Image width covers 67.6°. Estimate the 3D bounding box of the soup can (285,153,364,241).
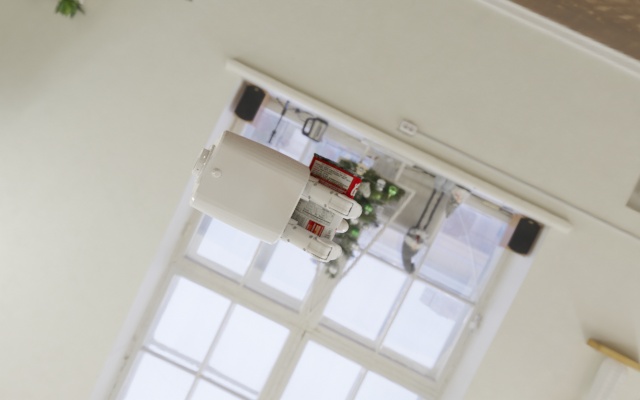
[{"bbox_3d":[0.000,0.002,0.585,0.068,0.102,0.068,26,2,-1],"label":"soup can"}]
